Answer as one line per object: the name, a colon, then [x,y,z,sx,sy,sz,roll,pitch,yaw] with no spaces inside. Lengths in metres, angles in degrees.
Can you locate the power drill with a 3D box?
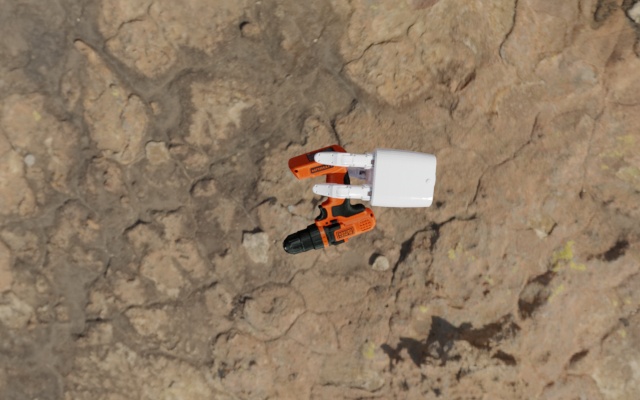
power drill: [0.000,0.002,0.881,0.184,0.188,0.057,-20,31,-7]
